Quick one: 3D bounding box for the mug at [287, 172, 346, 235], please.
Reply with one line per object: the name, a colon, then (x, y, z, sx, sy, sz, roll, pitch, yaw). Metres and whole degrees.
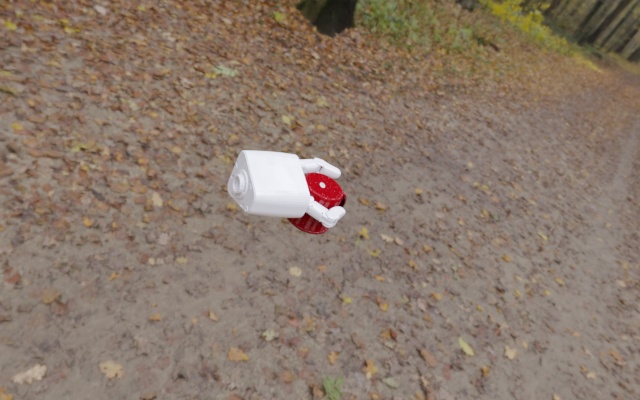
mug: (0.001, 0.003, 0.895, 0.117, 0.081, 0.093, 3, 41, -35)
